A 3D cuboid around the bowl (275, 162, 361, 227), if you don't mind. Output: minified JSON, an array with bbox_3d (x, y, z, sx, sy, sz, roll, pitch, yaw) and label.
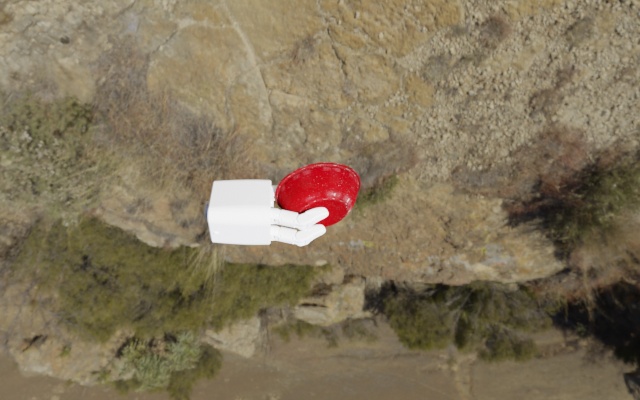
[{"bbox_3d":[0.002,0.003,0.868,0.162,0.055,0.162,-9,-35,-6],"label":"bowl"}]
